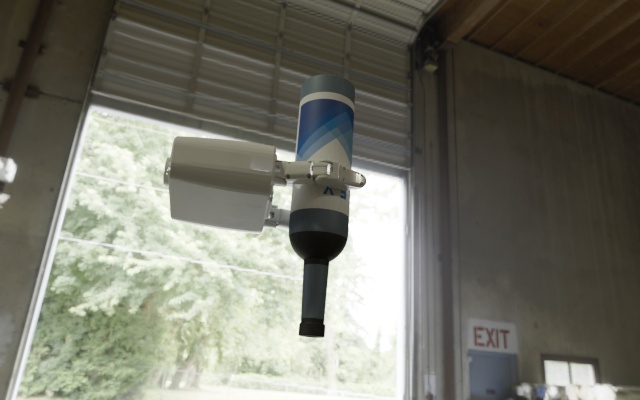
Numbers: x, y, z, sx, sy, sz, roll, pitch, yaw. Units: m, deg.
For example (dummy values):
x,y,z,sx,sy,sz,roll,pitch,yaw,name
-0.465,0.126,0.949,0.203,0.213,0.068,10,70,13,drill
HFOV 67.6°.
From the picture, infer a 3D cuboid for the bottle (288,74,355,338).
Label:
x,y,z,sx,sy,sz,roll,pitch,yaw,name
0.000,0.002,0.540,0.069,0.295,0.069,3,-19,1,bottle
